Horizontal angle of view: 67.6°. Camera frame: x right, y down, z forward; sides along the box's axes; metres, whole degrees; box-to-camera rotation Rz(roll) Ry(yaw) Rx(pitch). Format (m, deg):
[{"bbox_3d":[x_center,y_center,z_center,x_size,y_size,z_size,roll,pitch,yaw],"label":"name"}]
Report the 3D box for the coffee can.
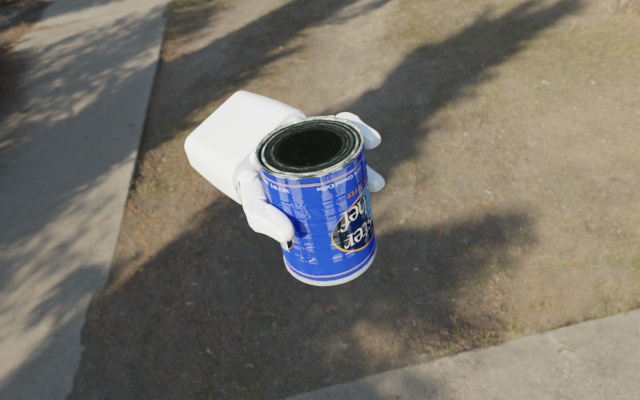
[{"bbox_3d":[0.000,0.002,0.482,0.103,0.140,0.102,-7,38,5],"label":"coffee can"}]
